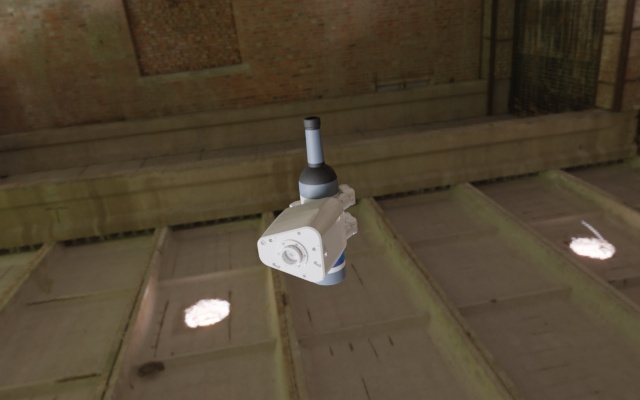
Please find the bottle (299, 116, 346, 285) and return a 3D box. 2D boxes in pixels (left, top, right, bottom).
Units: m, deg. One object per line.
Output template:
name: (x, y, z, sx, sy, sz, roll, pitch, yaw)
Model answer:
bottle: (0.000, 0.003, 0.825, 0.069, 0.296, 0.069, -5, 22, 2)
